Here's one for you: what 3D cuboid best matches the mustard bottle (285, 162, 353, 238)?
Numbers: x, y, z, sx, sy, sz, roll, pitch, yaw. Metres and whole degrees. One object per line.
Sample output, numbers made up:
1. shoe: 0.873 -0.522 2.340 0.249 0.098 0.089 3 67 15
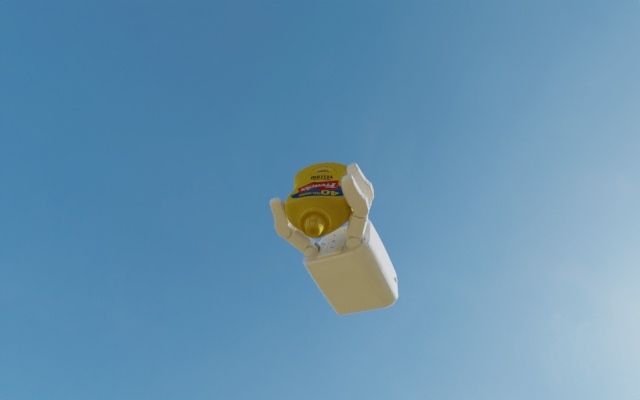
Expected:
1. mustard bottle: 0.000 0.002 0.681 0.096 0.058 0.191 -1 23 7
